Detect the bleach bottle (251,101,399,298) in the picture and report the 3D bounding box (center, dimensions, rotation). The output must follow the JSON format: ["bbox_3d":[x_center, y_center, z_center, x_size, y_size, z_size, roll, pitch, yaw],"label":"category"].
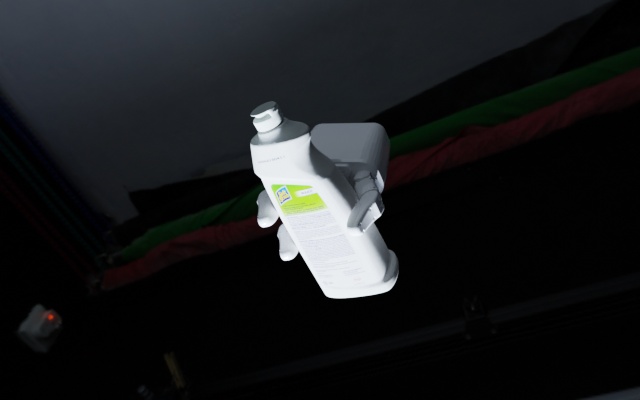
[{"bbox_3d":[0.000,0.002,0.543,0.102,0.251,0.068,-13,32,25],"label":"bleach bottle"}]
